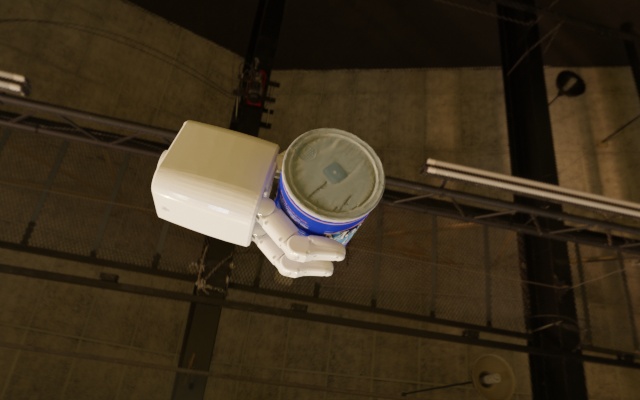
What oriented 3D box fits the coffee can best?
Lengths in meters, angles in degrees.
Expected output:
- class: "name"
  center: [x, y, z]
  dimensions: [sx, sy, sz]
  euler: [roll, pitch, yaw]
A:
- class: "coffee can"
  center: [0.000, 0.002, 0.524]
  dimensions: [0.103, 0.102, 0.140]
  euler: [0, -25, -13]
